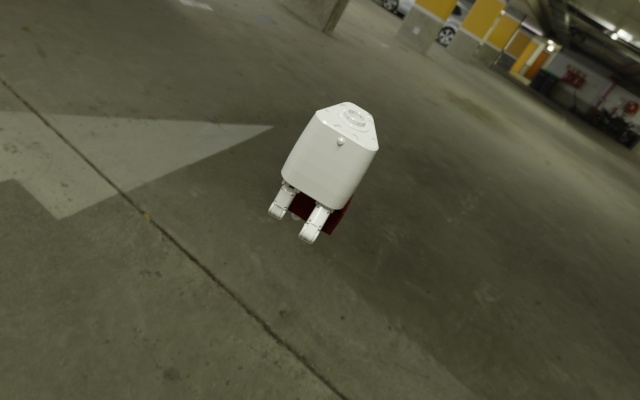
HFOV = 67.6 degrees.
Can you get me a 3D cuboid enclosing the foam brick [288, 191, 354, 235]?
[{"bbox_3d":[0.000,0.002,0.704,0.078,0.051,0.053,31,41,-2],"label":"foam brick"}]
